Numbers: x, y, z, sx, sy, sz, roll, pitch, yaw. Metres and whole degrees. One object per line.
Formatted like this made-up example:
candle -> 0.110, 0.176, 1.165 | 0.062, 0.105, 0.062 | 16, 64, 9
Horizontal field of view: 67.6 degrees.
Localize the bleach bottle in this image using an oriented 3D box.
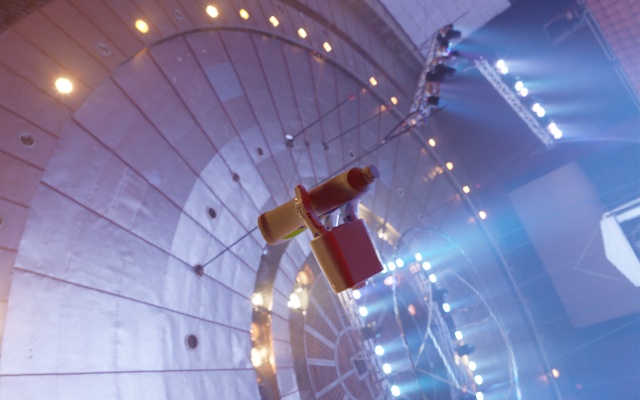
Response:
bleach bottle -> 0.000, 0.003, 0.893 | 0.251, 0.068, 0.102 | -30, -10, 34
